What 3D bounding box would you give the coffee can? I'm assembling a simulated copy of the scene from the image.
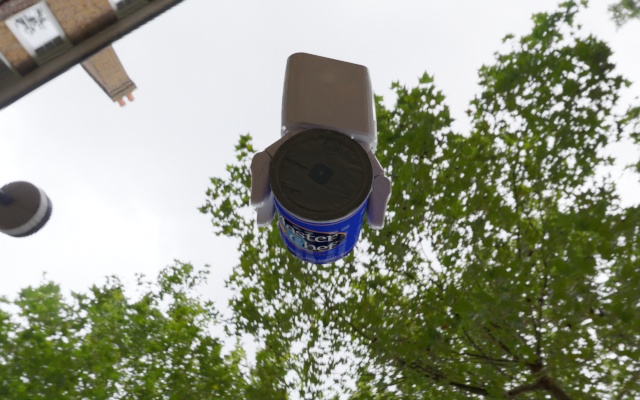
[{"bbox_3d":[0.000,0.002,0.529,0.103,0.102,0.140,0,-25,-1],"label":"coffee can"}]
